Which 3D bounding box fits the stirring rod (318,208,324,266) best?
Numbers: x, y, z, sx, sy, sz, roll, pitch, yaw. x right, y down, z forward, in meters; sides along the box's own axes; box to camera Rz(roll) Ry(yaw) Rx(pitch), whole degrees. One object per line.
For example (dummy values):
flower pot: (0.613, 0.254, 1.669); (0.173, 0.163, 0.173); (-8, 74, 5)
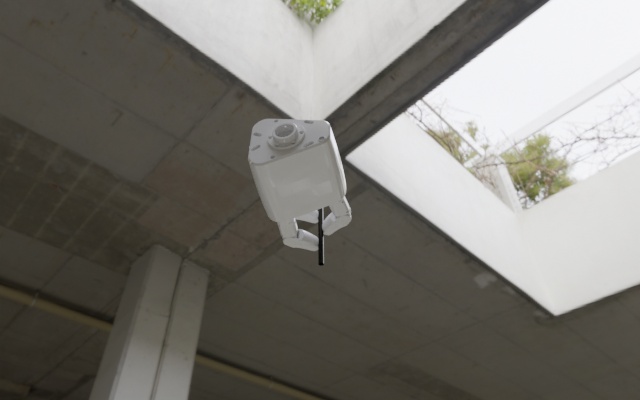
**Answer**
stirring rod: (0.000, 0.003, 0.758); (0.011, 0.239, 0.011); (0, -43, 0)
